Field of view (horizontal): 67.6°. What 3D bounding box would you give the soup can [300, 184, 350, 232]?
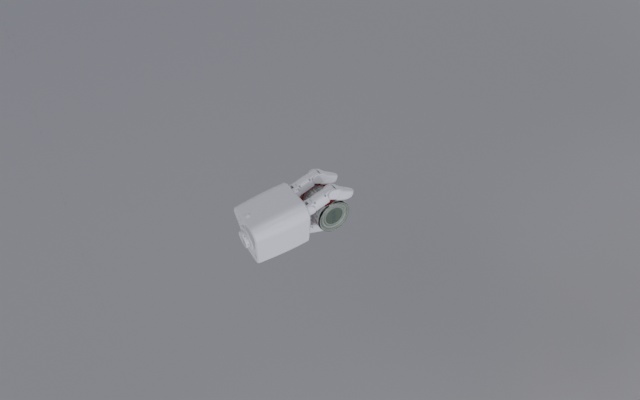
[{"bbox_3d":[0.001,0.003,0.899,0.068,0.068,0.102,0,33,-37],"label":"soup can"}]
